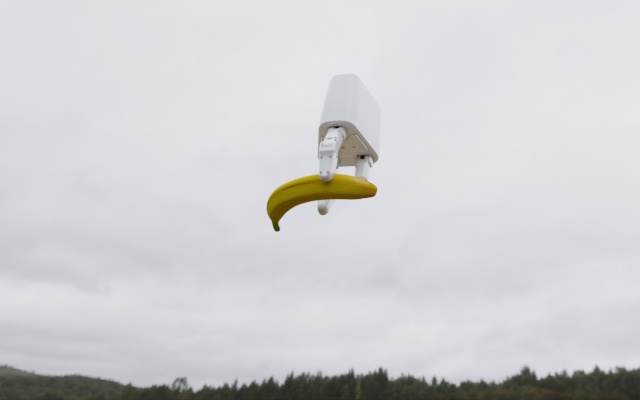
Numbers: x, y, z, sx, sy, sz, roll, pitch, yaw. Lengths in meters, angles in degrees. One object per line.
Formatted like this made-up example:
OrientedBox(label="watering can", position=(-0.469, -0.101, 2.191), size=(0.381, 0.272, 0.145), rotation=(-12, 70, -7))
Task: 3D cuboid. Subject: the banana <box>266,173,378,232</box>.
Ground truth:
OrientedBox(label="banana", position=(-0.014, -0.007, 0.690), size=(0.198, 0.037, 0.070), rotation=(-20, -45, 36))
